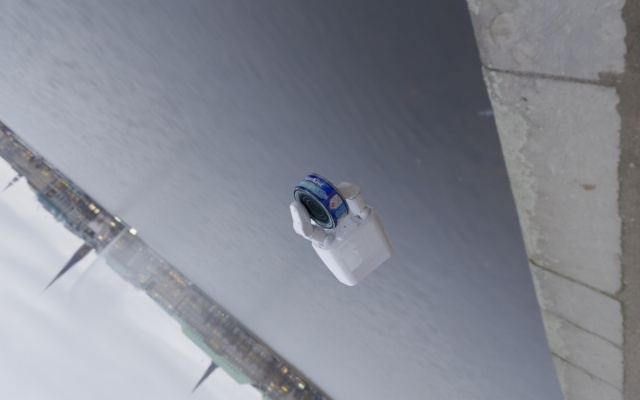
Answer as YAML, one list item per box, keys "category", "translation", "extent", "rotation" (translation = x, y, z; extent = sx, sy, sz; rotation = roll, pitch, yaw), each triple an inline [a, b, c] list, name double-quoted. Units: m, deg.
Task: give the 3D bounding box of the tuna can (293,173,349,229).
- category: "tuna can"
  translation: [0.000, 0.003, 0.711]
  extent: [0.033, 0.086, 0.086]
  rotation: [-45, 19, -21]
